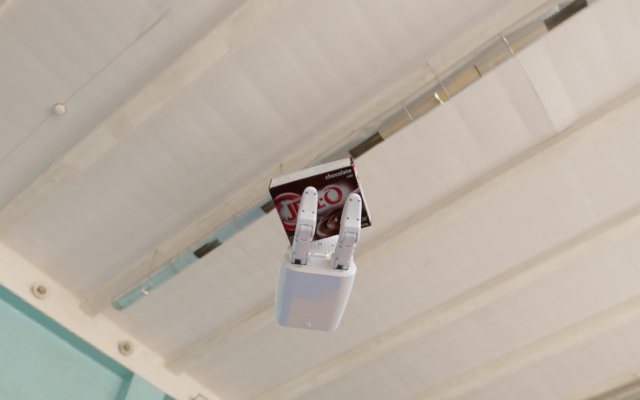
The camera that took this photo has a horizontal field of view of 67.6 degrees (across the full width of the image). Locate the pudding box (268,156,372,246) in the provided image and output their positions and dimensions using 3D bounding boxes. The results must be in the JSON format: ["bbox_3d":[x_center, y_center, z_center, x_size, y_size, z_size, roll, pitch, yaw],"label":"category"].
[{"bbox_3d":[0.000,0.002,0.615,0.113,0.090,0.039,-17,26,7],"label":"pudding box"}]
